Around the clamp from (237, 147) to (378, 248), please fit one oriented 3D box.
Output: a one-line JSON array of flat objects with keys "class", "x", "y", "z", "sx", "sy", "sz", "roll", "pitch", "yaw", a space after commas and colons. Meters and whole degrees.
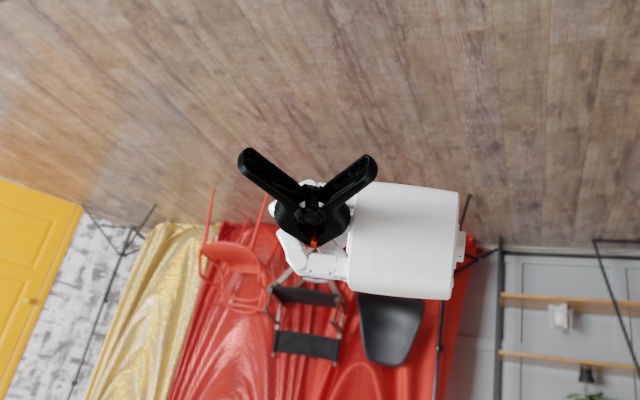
[{"class": "clamp", "x": 0.000, "y": 0.002, "z": 0.467, "sx": 0.120, "sy": 0.039, "sz": 0.171, "roll": 5, "pitch": -25, "yaw": 15}]
